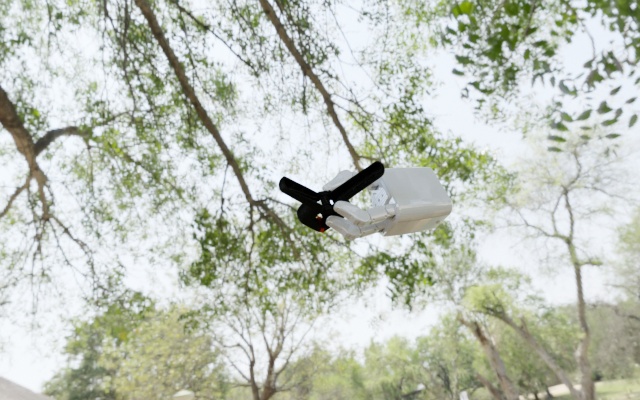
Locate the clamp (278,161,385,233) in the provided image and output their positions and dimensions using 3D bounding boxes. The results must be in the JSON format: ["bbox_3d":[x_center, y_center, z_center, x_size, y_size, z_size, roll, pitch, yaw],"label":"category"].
[{"bbox_3d":[0.000,0.002,0.793,0.164,0.036,0.210,-6,-25,-17],"label":"clamp"}]
